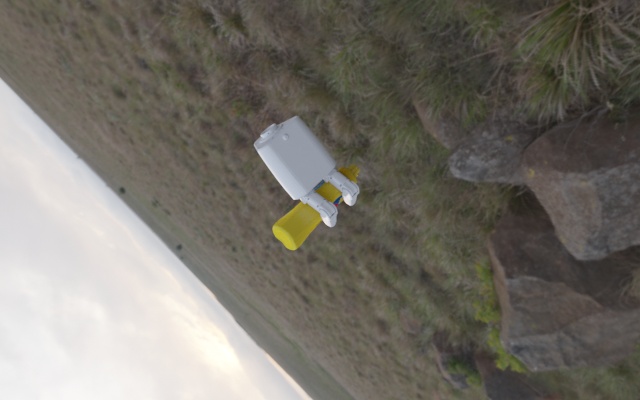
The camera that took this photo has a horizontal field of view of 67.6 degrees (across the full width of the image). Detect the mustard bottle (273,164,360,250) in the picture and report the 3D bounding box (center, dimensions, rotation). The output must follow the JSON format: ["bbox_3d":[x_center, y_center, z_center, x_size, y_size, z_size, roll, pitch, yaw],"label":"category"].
[{"bbox_3d":[0.000,0.003,0.854,0.191,0.058,0.096,-45,-5,-16],"label":"mustard bottle"}]
